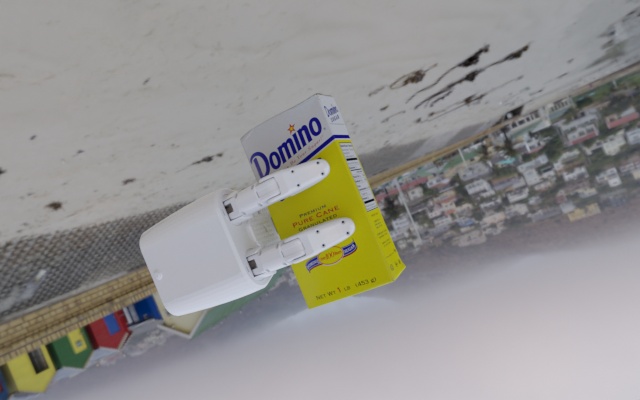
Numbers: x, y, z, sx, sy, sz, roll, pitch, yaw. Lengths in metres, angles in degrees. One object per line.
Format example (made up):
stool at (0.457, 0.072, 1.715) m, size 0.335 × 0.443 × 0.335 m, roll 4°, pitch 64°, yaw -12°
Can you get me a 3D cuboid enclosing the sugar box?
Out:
sugar box at (0.000, 0.002, 0.441) m, size 0.093 × 0.176 × 0.048 m, roll -25°, pitch -1°, yaw 25°
